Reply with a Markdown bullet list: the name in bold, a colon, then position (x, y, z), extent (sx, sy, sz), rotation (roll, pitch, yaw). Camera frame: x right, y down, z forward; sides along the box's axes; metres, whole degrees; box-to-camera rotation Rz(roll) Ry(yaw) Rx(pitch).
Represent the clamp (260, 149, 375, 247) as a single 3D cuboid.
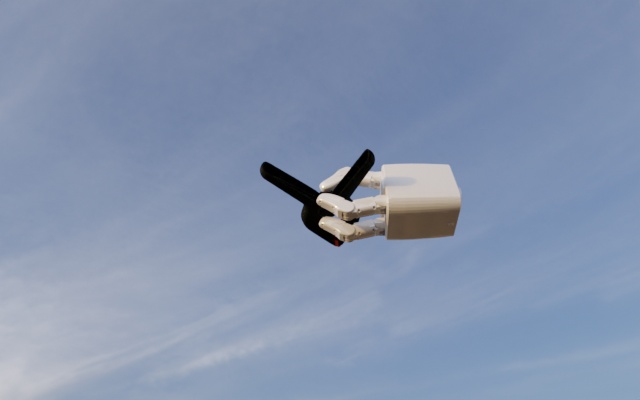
- **clamp**: position (0.000, 0.002, 0.741), extent (0.164, 0.036, 0.210), rotation (-1, -40, 4)
